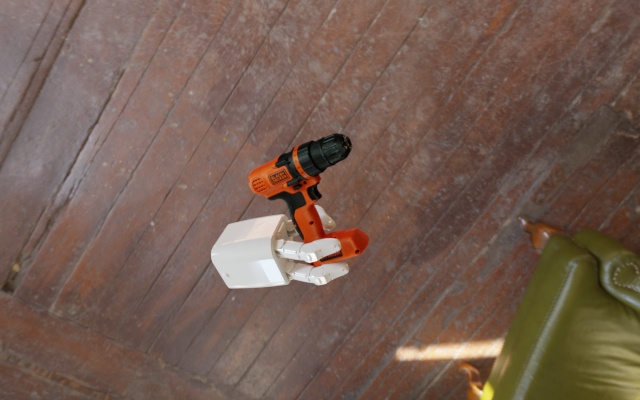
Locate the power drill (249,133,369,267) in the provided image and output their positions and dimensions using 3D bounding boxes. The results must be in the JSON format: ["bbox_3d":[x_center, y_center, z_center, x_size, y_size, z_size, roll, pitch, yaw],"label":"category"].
[{"bbox_3d":[0.000,0.003,0.734,0.184,0.188,0.057,-20,15,33],"label":"power drill"}]
